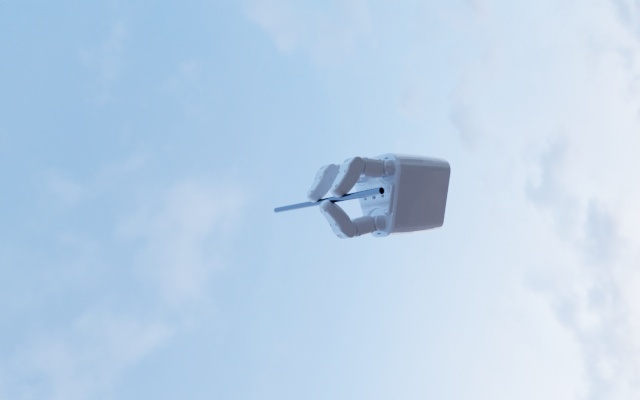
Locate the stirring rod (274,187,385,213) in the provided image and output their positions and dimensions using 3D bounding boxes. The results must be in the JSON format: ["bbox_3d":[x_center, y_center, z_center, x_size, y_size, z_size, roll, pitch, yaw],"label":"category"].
[{"bbox_3d":[0.000,0.002,0.619,0.011,0.011,0.239,0,-6,-34],"label":"stirring rod"}]
